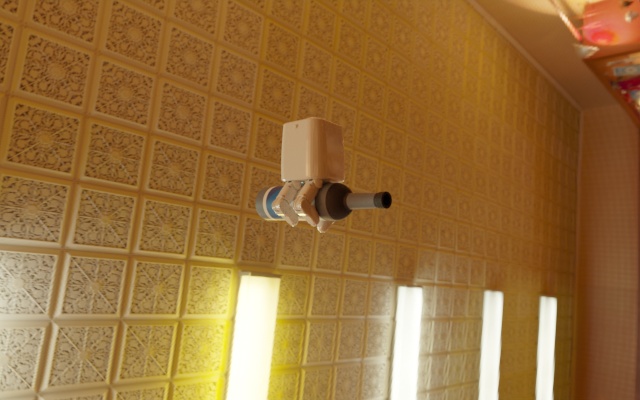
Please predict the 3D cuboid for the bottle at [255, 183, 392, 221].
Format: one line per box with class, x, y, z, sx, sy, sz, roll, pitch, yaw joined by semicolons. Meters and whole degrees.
bottle;0.000;0.003;0.853;0.296;0.069;0.069;-2;-1;45
